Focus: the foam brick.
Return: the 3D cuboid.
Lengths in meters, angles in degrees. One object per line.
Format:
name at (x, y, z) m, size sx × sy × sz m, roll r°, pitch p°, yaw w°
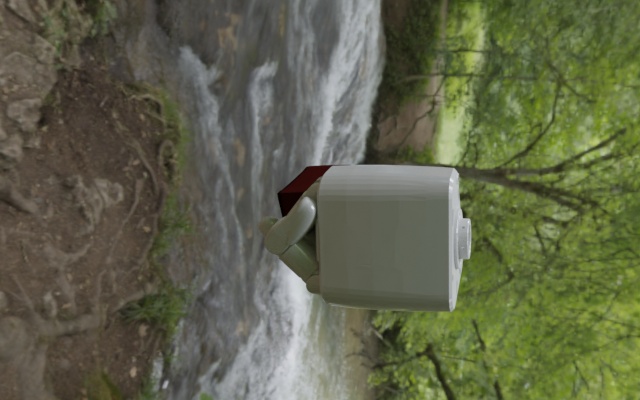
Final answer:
foam brick at (0.000, 0.001, 0.472) m, size 0.051 × 0.053 × 0.078 m, roll -2°, pitch 23°, yaw 22°
